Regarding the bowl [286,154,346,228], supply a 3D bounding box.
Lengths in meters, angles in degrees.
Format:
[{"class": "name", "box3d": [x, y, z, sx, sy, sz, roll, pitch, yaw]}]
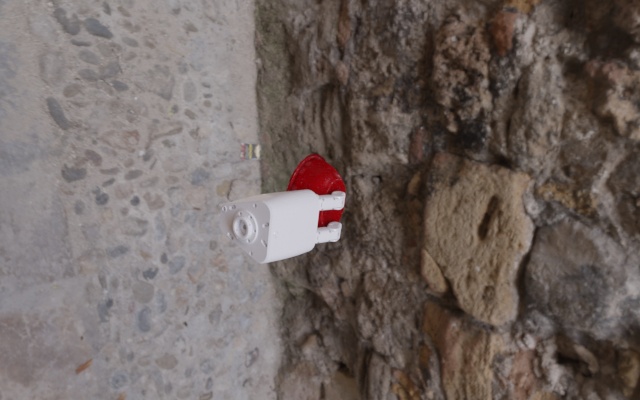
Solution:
[{"class": "bowl", "box3d": [0.001, 0.002, 0.830, 0.055, 0.162, 0.162, 13, 6, 26]}]
